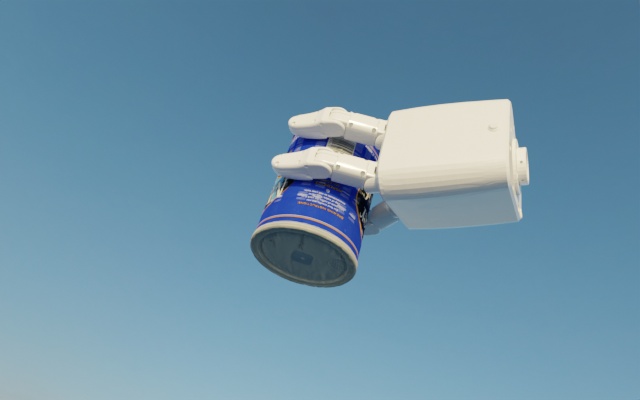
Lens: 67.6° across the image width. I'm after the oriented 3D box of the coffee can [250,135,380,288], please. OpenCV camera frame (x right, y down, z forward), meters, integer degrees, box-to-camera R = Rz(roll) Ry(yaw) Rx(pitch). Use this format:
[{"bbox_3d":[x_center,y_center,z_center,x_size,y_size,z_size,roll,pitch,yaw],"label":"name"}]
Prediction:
[{"bbox_3d":[0.000,0.002,0.485,0.103,0.140,0.103,11,-37,9],"label":"coffee can"}]
